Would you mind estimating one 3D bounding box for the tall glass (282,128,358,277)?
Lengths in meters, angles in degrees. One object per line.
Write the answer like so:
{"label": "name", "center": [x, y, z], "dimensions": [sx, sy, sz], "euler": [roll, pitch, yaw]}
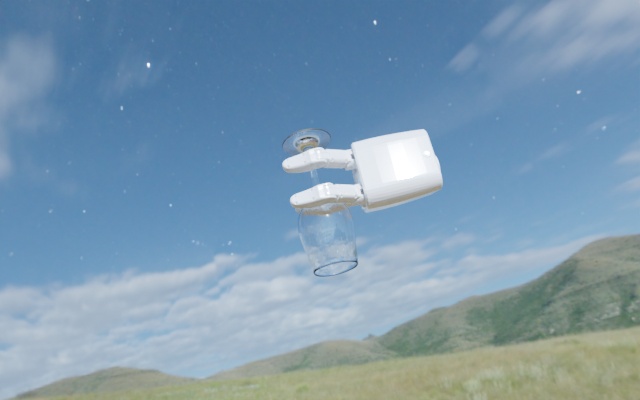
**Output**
{"label": "tall glass", "center": [0.000, 0.002, 0.674], "dimensions": [0.079, 0.201, 0.079], "euler": [-11, -23, -5]}
